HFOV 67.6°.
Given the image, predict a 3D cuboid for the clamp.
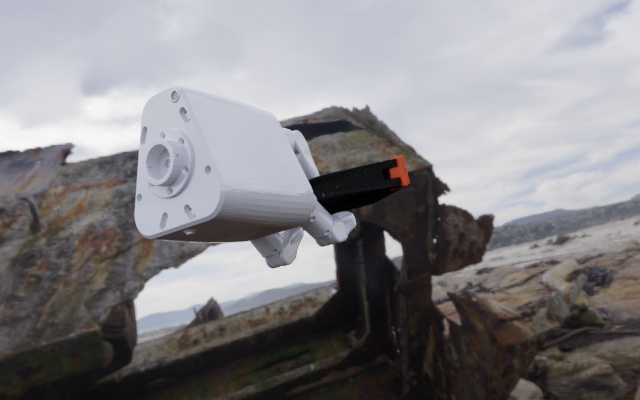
[{"bbox_3d":[0.000,0.001,0.490,0.210,0.036,0.164,-18,-12,30],"label":"clamp"}]
